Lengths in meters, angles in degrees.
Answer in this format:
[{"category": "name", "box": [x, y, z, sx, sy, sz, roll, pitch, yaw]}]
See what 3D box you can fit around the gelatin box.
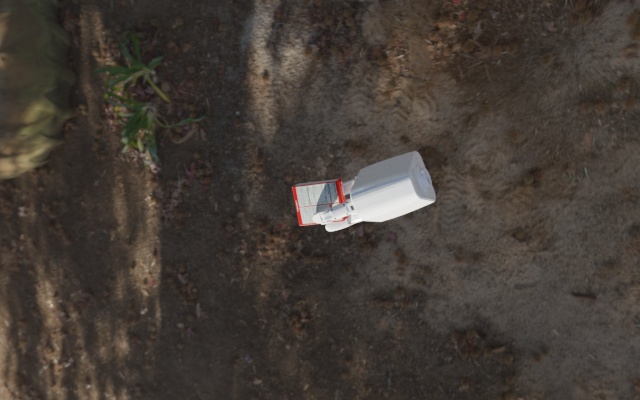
[{"category": "gelatin box", "box": [0.000, 0.003, 0.848, 0.089, 0.073, 0.030, -7, 11, 21]}]
